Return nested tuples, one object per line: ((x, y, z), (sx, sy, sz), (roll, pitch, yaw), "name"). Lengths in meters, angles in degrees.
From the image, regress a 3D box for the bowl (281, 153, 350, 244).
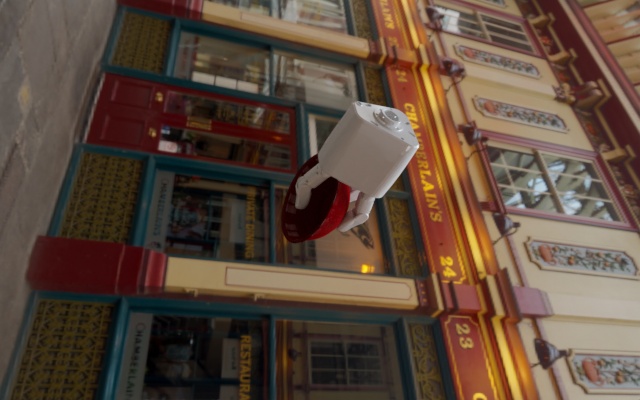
((0.000, 0.003, 0.799), (0.055, 0.162, 0.162), (24, -13, -30), "bowl")
